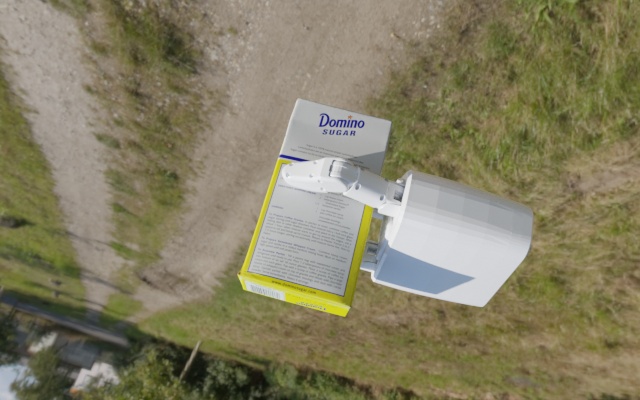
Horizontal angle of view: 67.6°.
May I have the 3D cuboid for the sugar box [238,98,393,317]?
[{"bbox_3d":[0.000,0.002,0.418,0.093,0.176,0.048,15,-26,3],"label":"sugar box"}]
